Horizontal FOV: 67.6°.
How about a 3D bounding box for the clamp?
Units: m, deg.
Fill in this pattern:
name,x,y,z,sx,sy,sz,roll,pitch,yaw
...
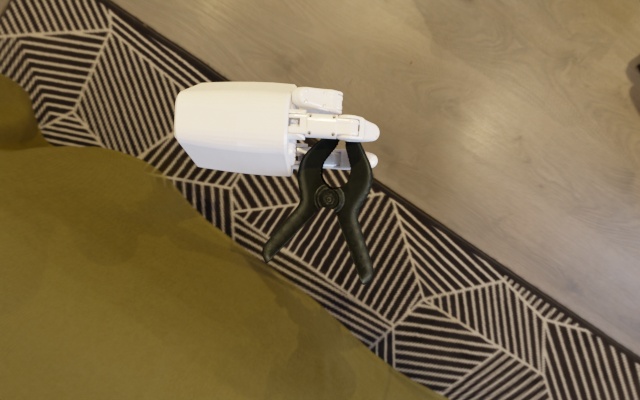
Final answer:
name,x,y,z,sx,sy,sz,roll,pitch,yaw
clamp,0.000,0.002,0.504,0.120,0.171,0.039,3,4,-1
